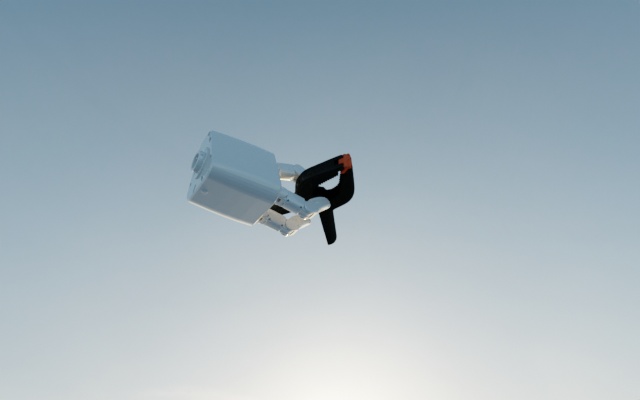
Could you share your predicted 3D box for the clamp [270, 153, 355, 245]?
[{"bbox_3d":[0.000,0.002,0.775,0.164,0.036,0.210,22,-44,-27],"label":"clamp"}]
